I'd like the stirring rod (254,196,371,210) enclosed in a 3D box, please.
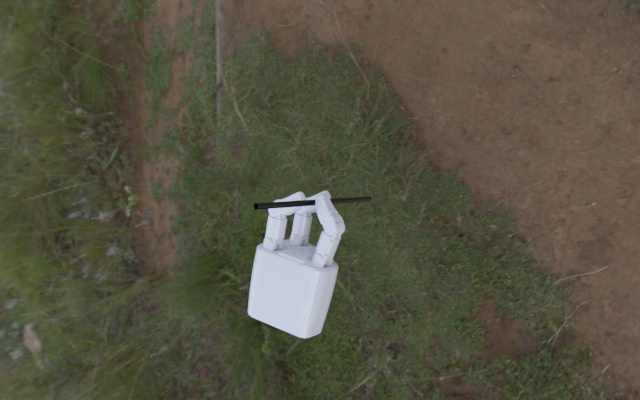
[{"bbox_3d":[0.000,0.002,0.658,0.011,0.011,0.239,0,2,40],"label":"stirring rod"}]
